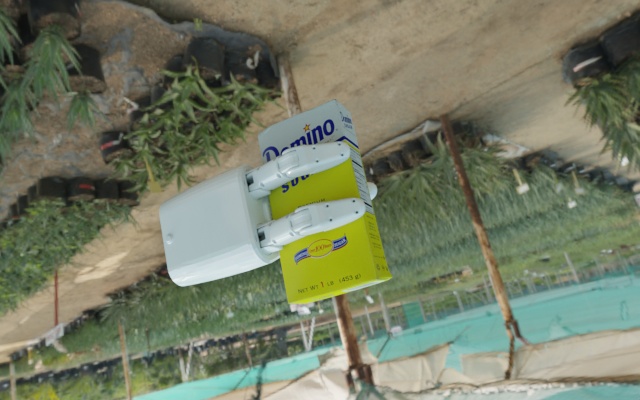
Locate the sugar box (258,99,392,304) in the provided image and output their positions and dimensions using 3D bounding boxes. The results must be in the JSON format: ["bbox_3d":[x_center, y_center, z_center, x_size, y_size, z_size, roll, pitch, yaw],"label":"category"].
[{"bbox_3d":[0.000,0.002,0.457,0.093,0.176,0.048,-20,-16,21],"label":"sugar box"}]
